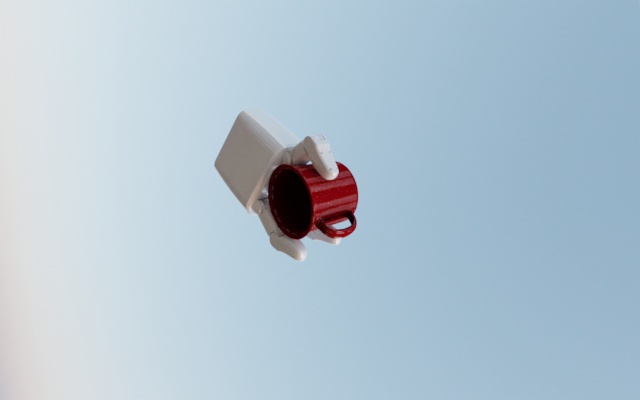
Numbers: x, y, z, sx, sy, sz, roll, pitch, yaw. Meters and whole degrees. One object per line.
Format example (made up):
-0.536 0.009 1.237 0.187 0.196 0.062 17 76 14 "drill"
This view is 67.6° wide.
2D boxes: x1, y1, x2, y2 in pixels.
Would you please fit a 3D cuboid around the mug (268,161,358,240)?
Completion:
0.001 0.003 0.593 0.081 0.093 0.117 -14 46 -38 "mug"
